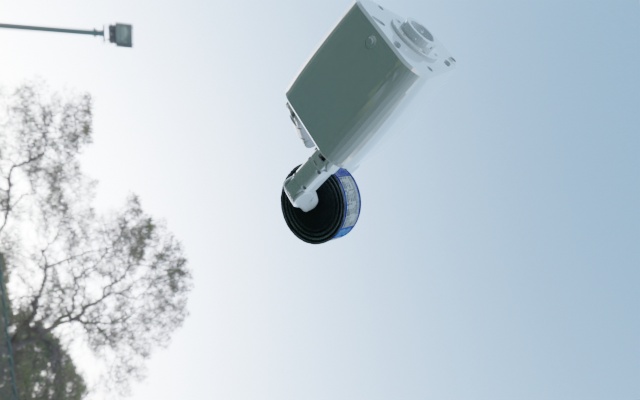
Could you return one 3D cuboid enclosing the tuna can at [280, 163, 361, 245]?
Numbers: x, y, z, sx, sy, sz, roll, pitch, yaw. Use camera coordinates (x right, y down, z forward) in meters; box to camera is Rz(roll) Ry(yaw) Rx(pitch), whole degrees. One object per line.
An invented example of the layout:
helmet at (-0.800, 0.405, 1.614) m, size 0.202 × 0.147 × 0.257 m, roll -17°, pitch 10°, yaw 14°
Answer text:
tuna can at (0.000, 0.002, 0.505) m, size 0.086 × 0.086 × 0.034 m, roll 0°, pitch 6°, yaw 39°
